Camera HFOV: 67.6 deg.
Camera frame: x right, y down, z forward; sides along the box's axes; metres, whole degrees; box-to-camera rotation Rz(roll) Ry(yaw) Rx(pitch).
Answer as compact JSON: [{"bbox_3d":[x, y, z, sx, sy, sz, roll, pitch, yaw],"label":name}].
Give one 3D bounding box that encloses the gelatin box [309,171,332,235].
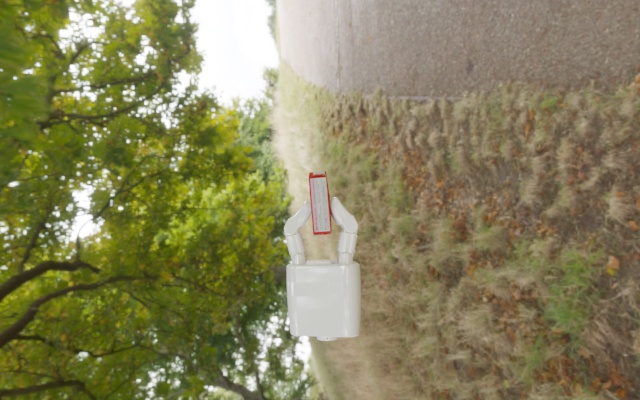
[{"bbox_3d":[0.000,0.002,0.730,0.030,0.089,0.073,-5,8,1],"label":"gelatin box"}]
